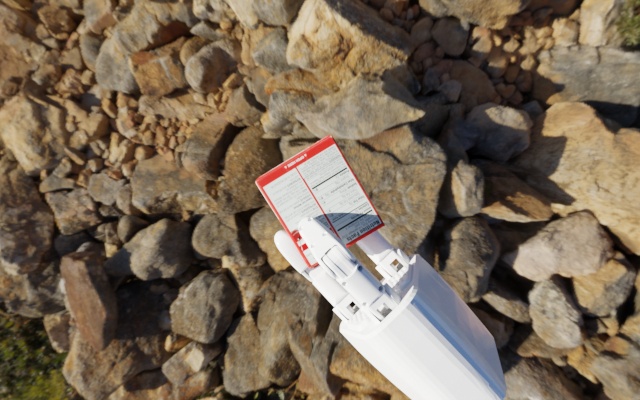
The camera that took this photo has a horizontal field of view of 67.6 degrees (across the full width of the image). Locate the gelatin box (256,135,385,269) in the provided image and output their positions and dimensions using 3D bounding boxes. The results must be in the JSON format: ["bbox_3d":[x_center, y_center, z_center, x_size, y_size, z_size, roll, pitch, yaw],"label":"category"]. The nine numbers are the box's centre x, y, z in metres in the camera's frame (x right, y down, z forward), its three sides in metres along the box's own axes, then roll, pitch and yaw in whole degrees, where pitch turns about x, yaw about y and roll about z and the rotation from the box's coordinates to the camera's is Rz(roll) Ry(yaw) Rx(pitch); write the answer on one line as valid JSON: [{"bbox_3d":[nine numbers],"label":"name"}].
[{"bbox_3d":[0.000,0.001,0.400,0.073,0.089,0.030,-31,6,2],"label":"gelatin box"}]
